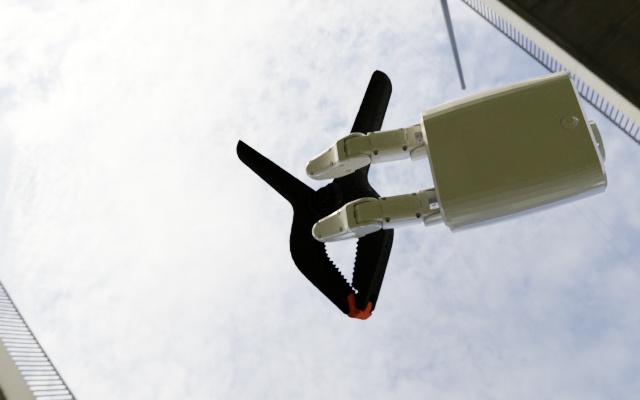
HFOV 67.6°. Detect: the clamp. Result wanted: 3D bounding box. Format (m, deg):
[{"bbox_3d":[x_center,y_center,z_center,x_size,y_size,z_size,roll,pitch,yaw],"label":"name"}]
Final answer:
[{"bbox_3d":[0.001,0.002,0.420,0.164,0.210,0.036,-17,-23,23],"label":"clamp"}]
